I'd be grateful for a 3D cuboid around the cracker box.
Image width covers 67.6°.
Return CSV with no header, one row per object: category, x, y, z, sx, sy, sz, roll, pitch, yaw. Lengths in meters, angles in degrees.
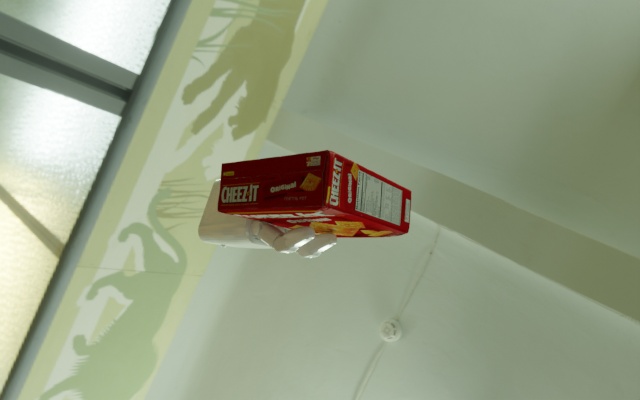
cracker box,0.000,0.002,0.626,0.164,0.072,0.214,-4,-13,35
